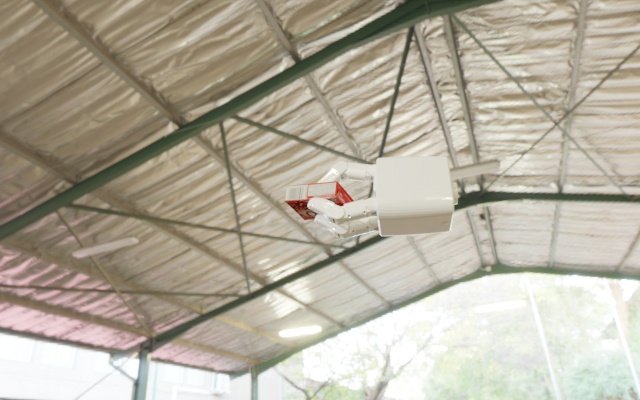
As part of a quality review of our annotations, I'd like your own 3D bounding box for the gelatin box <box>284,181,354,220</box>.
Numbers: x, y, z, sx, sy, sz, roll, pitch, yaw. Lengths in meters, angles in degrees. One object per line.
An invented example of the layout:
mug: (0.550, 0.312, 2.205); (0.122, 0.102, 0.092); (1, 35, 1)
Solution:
gelatin box: (0.000, 0.002, 0.738); (0.089, 0.030, 0.073); (-4, -27, 24)
